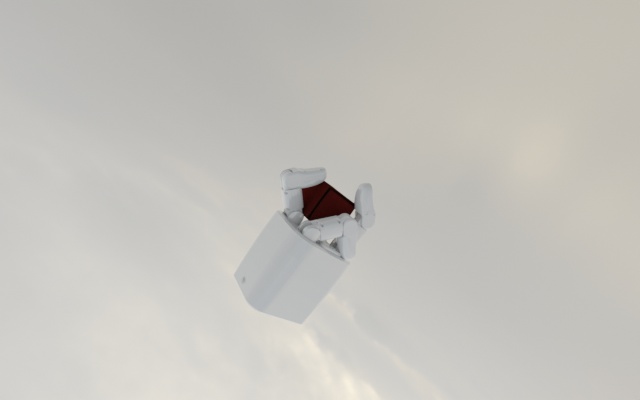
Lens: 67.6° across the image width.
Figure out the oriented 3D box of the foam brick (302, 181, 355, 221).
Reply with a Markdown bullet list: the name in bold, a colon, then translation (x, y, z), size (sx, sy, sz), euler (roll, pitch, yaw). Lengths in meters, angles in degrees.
- **foam brick**: translation (0.000, 0.002, 0.640), size (0.053, 0.051, 0.078), euler (34, 4, -30)
